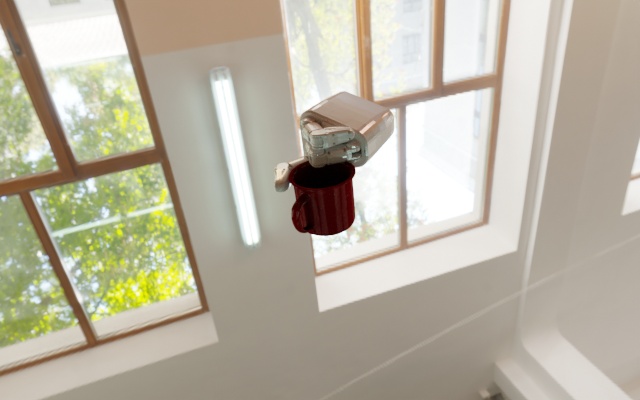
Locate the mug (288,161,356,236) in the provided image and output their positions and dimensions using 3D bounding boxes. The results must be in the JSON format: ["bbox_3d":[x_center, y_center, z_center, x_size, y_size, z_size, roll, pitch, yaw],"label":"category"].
[{"bbox_3d":[-0.001,0.003,0.663,0.093,0.081,0.117,13,37,30],"label":"mug"}]
